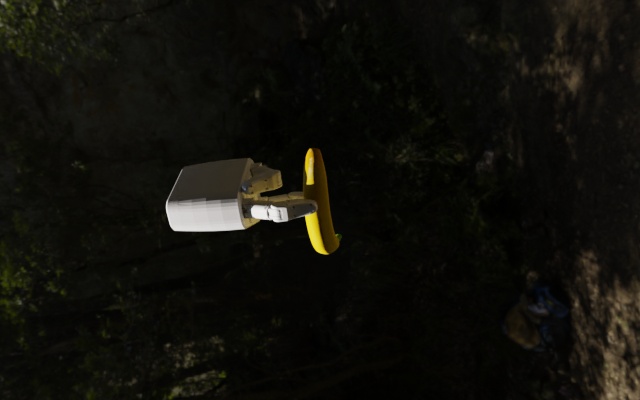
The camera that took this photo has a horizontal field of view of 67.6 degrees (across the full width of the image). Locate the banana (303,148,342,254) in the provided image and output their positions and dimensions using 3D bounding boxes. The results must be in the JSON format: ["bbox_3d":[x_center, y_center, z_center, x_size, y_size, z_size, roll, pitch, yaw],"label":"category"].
[{"bbox_3d":[0.000,0.018,0.678,0.037,0.069,0.198,-4,-43,9],"label":"banana"}]
